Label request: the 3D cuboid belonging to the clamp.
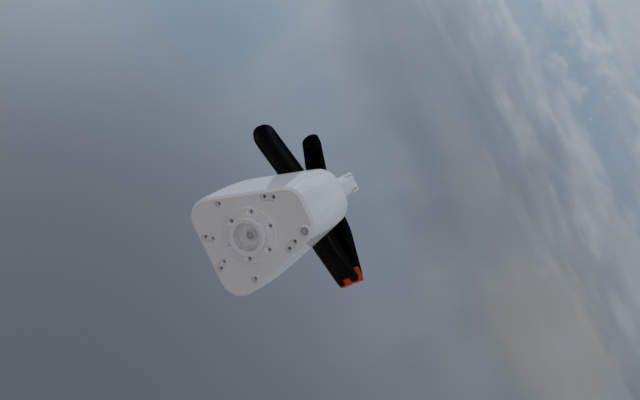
[{"bbox_3d":[0.001,0.002,0.586,0.036,0.210,0.164,-25,2,20],"label":"clamp"}]
